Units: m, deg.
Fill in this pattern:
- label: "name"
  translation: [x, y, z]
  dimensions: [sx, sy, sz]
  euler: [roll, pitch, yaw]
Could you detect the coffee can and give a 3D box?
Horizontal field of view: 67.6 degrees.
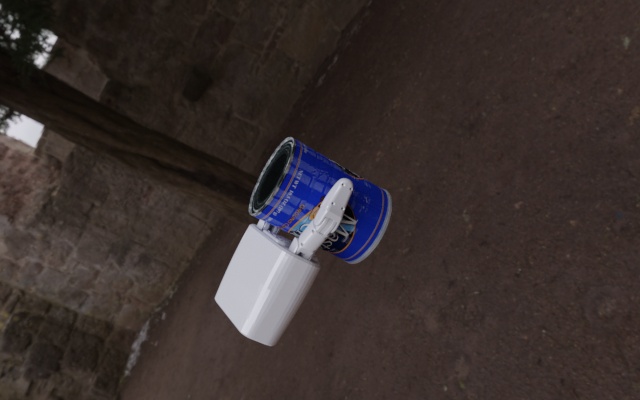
- label: "coffee can"
  translation: [0.000, 0.002, 0.574]
  dimensions: [0.140, 0.103, 0.103]
  euler: [28, -10, -20]
